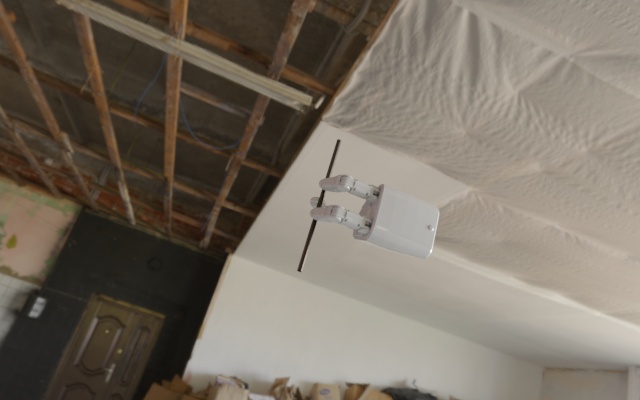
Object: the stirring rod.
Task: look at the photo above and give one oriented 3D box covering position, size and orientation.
[{"bbox_3d":[0.000,0.003,0.780,0.011,0.239,0.011,14,-22,6],"label":"stirring rod"}]
